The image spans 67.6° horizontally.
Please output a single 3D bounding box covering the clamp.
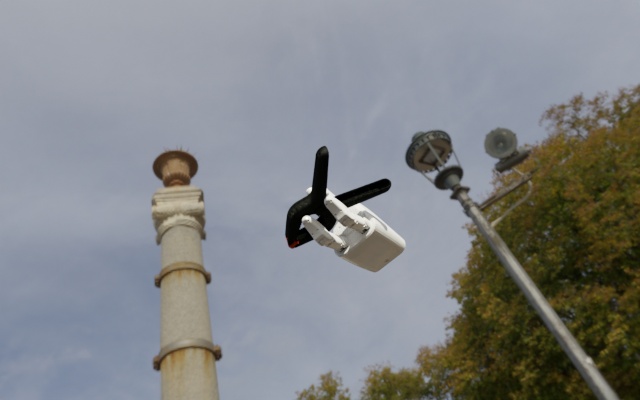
[{"bbox_3d":[0.000,0.003,0.825,0.210,0.036,0.165,-42,-49,20],"label":"clamp"}]
